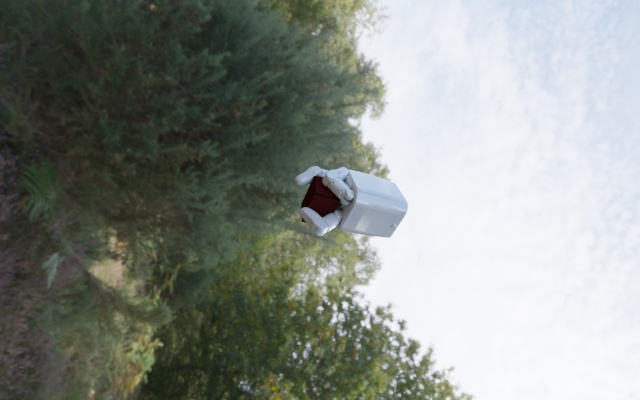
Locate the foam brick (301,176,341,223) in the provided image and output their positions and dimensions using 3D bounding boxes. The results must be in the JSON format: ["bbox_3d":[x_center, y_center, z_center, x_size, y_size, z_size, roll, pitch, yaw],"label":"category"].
[{"bbox_3d":[0.000,0.003,0.887,0.051,0.053,0.078,13,-48,-15],"label":"foam brick"}]
